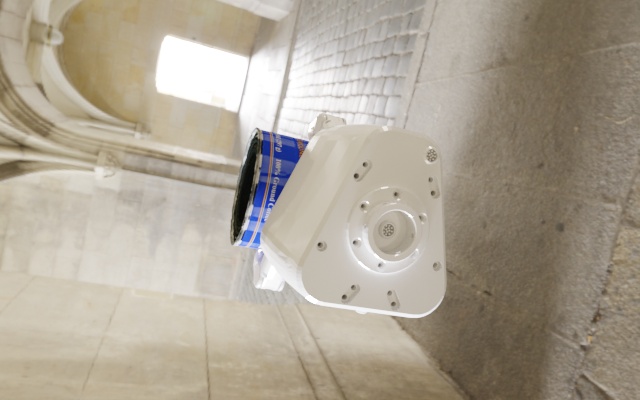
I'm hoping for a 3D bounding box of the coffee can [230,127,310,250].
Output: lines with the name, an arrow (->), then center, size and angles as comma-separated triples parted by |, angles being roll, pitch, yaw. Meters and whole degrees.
coffee can -> 0.000, 0.001, 0.424 | 0.140, 0.103, 0.103 | 11, -3, -17
